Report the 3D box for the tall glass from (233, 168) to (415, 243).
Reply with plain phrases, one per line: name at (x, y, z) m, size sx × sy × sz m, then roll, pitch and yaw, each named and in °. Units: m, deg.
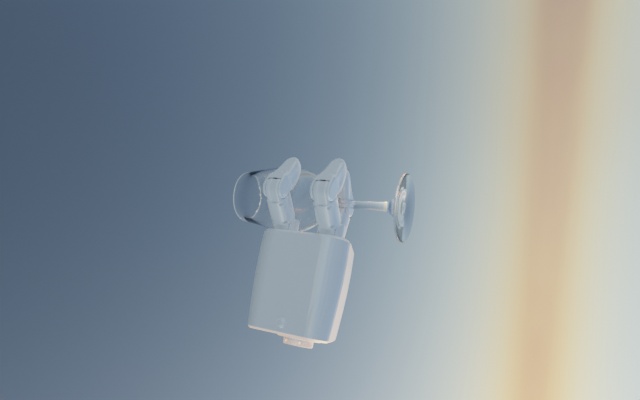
tall glass at (0.001, 0.002, 0.546) m, size 0.201 × 0.079 × 0.079 m, roll 5°, pitch 2°, yaw 25°
